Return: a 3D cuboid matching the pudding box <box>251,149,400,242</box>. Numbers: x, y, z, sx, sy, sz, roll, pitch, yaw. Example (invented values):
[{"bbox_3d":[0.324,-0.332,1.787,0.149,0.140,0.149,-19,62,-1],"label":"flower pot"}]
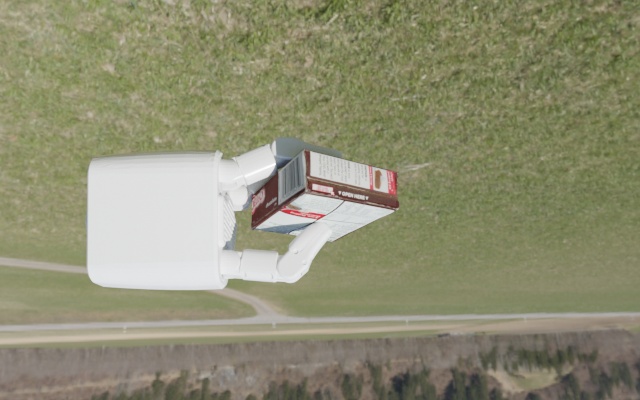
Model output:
[{"bbox_3d":[0.000,0.002,0.418,0.090,0.039,0.113,10,-22,-27],"label":"pudding box"}]
